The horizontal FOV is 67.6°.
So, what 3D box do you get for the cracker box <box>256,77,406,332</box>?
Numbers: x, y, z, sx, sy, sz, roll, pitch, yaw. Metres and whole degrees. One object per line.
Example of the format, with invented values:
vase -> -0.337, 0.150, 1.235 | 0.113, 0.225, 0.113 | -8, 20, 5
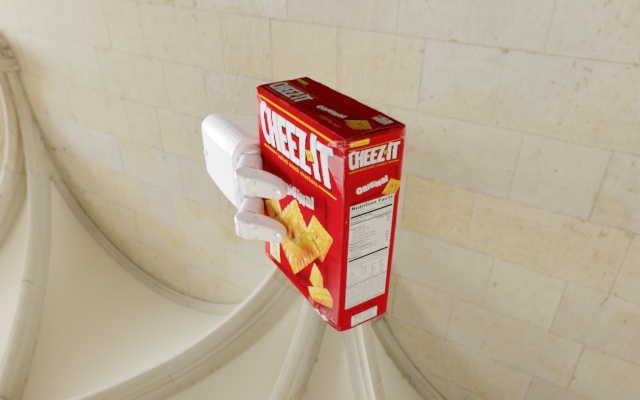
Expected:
cracker box -> 0.000, 0.002, 0.492 | 0.072, 0.214, 0.164 | -18, 36, -28
